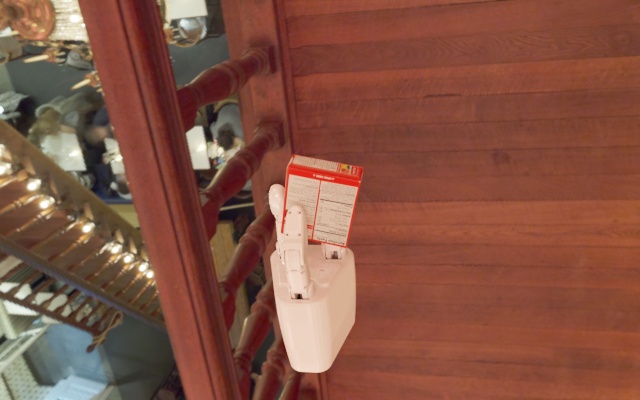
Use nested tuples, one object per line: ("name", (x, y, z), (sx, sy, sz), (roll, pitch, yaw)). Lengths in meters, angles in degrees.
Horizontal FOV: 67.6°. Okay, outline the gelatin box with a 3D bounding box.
("gelatin box", (0.000, 0.002, 0.493), (0.073, 0.089, 0.030), (11, 36, 3))
